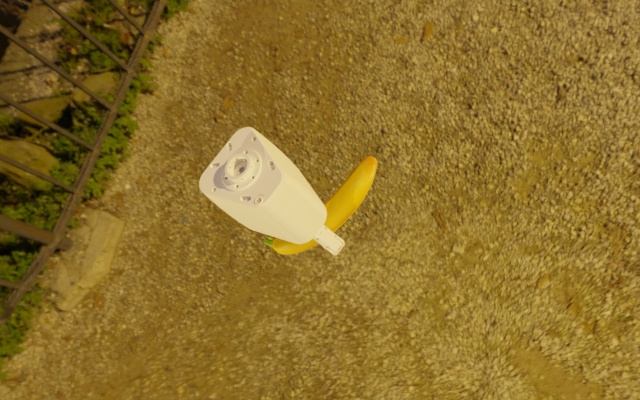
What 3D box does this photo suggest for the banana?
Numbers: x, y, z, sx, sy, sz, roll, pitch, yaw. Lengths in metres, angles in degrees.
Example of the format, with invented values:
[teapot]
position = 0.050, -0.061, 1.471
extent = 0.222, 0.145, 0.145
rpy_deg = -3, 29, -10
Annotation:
[banana]
position = 0.004, 0.016, 0.644
extent = 0.198, 0.069, 0.037
rpy_deg = -37, -42, 9
